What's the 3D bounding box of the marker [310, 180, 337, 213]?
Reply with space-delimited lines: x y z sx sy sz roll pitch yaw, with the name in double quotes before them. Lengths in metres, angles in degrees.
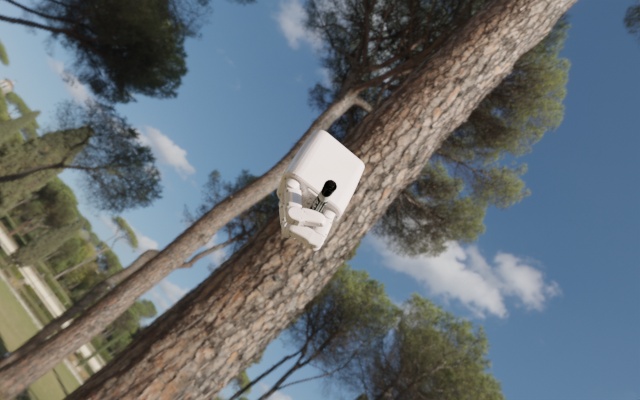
"marker" 0.000 0.002 0.710 0.020 0.020 0.121 0 -25 -16
